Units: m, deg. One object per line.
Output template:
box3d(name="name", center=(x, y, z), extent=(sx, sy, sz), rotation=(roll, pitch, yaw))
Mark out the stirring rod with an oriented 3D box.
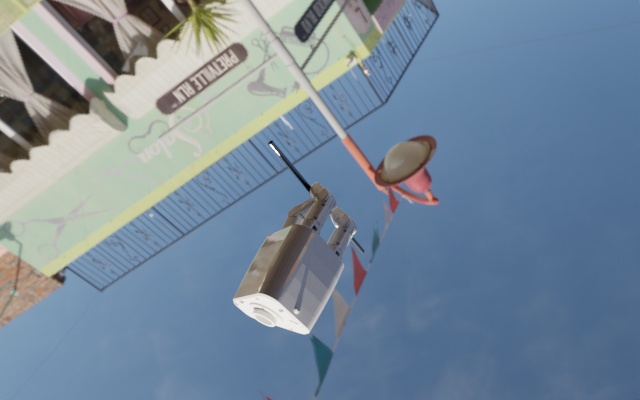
box3d(name="stirring rod", center=(0.000, 0.002, 0.692), extent=(0.011, 0.011, 0.240), rotation=(0, -41, 47))
